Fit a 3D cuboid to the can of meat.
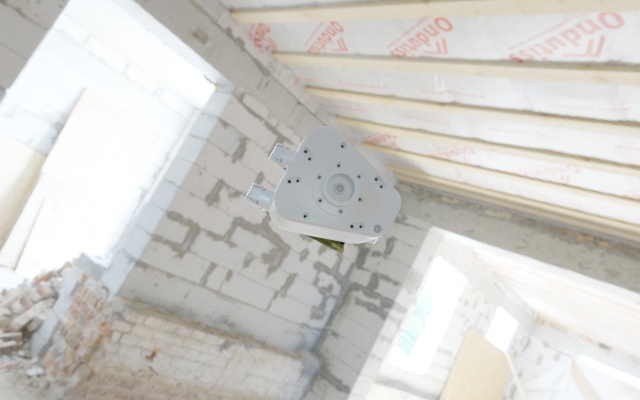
[{"bbox_3d":[0.000,0.002,0.568,0.102,0.084,0.057,28,-8,1],"label":"can of meat"}]
